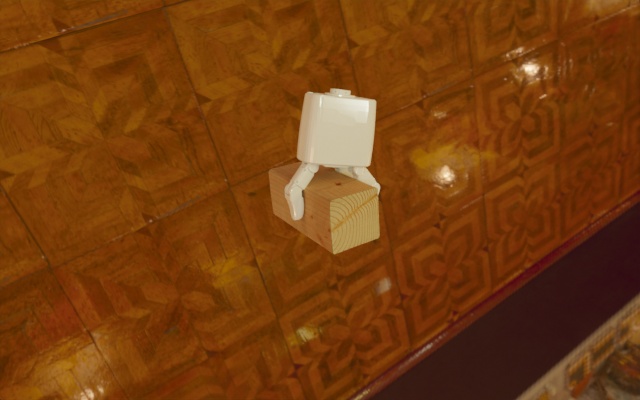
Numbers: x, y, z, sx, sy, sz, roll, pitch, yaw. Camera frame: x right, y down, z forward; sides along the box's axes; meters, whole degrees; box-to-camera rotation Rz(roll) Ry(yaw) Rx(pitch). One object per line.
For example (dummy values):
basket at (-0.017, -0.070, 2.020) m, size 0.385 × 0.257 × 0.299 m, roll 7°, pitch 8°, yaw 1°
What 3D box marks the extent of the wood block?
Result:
wood block at (0.000, 0.002, 0.810) m, size 0.091 × 0.090 × 0.206 m, roll -16°, pitch 24°, yaw -27°
